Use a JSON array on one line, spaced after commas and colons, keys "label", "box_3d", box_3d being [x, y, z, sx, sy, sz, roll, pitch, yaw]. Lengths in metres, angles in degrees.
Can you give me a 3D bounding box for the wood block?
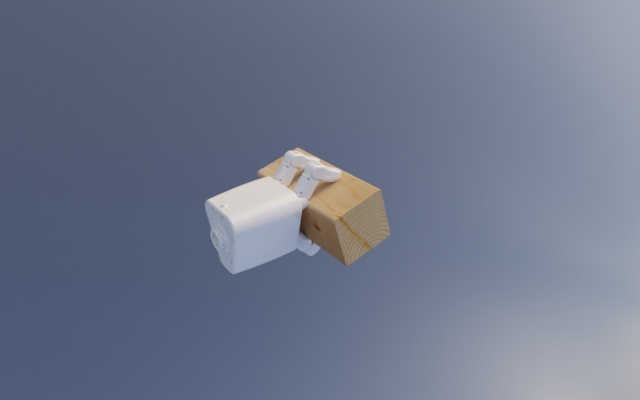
[{"label": "wood block", "box_3d": [0.000, 0.003, 0.749, 0.090, 0.091, 0.206, -34, 40, -22]}]
